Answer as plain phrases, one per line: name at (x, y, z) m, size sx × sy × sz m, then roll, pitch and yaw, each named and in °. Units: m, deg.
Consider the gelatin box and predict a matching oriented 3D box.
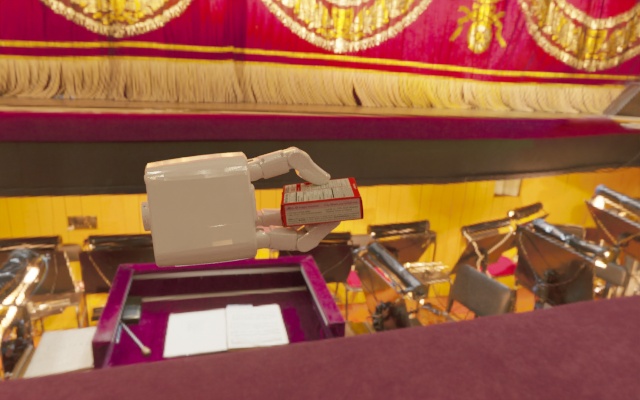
gelatin box at (0.000, 0.001, 0.540) m, size 0.089 × 0.030 × 0.073 m, roll -7°, pitch 18°, yaw -1°
